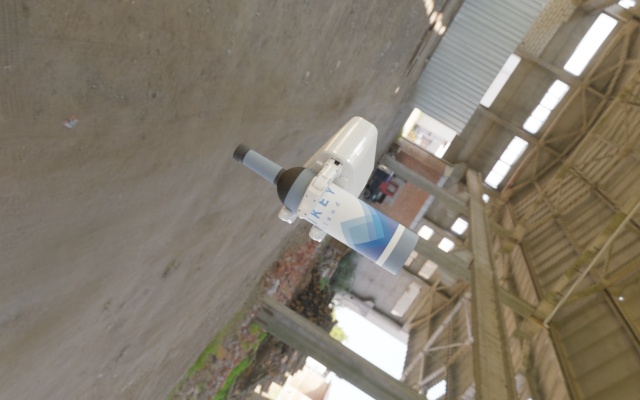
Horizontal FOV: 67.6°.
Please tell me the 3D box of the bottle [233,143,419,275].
[{"bbox_3d":[0.000,0.002,0.703,0.295,0.069,0.069,32,3,6],"label":"bottle"}]
